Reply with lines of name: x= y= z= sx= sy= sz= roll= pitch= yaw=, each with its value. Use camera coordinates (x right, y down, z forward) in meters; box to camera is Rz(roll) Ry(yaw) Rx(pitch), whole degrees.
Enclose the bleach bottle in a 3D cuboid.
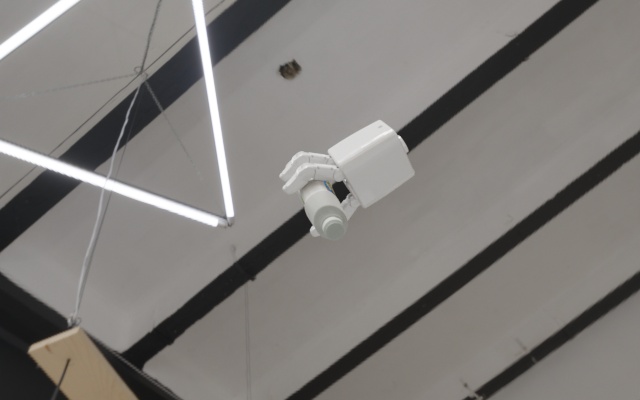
bleach bottle: x=0.000 y=0.003 z=0.802 sx=0.068 sy=0.103 sz=0.250 roll=-31 pitch=26 yaw=2
